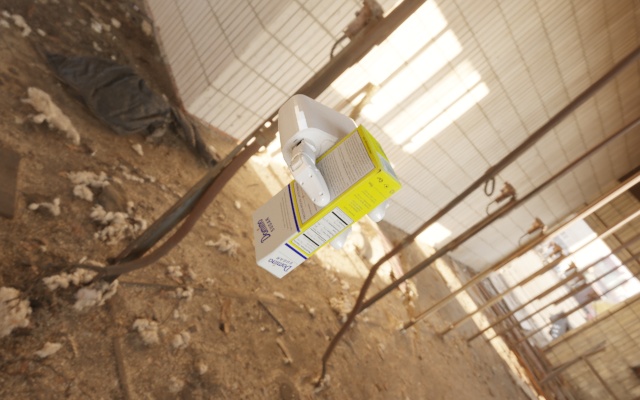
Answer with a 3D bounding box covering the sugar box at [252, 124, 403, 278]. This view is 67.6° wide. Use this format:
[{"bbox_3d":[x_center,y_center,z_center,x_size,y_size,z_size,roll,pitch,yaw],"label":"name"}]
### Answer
[{"bbox_3d":[0.001,0.002,0.543,0.176,0.093,0.048,-40,-55,19],"label":"sugar box"}]
